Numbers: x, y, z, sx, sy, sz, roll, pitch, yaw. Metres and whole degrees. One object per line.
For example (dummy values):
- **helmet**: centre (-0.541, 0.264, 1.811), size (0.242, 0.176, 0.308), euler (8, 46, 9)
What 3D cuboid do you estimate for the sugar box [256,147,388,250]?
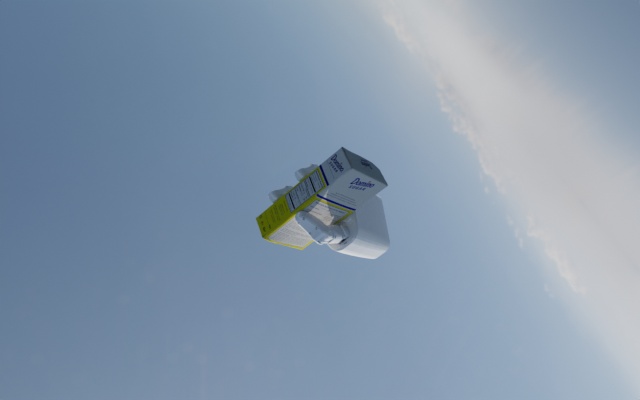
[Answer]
- **sugar box**: centre (0.000, 0.002, 0.689), size (0.176, 0.048, 0.093), euler (-40, -35, 23)
